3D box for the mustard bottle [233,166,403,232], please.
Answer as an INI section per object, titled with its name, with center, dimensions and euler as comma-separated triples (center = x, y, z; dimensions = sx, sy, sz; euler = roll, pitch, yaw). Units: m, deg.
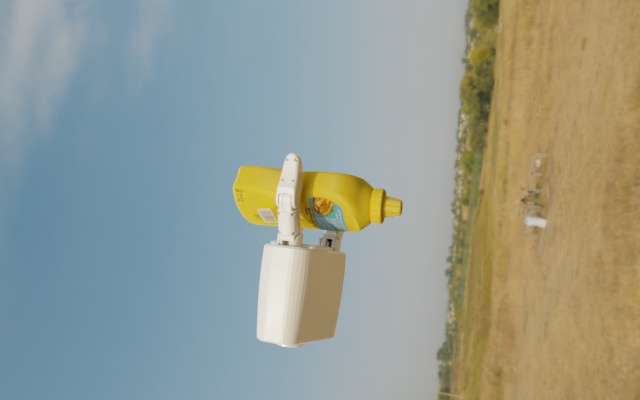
[mustard bottle]
center = 0.000, 0.002, 0.566
dimensions = 0.191, 0.058, 0.096
euler = 5, -31, 16
